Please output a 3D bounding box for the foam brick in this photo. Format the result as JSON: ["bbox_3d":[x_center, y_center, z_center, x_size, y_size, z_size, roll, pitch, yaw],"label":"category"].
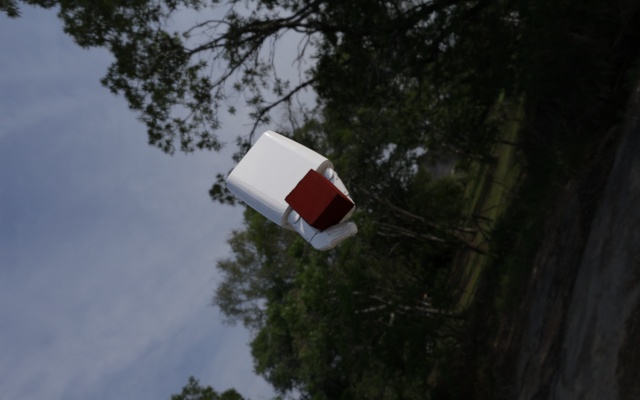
[{"bbox_3d":[0.000,0.002,0.602,0.051,0.053,0.078,44,5,20],"label":"foam brick"}]
